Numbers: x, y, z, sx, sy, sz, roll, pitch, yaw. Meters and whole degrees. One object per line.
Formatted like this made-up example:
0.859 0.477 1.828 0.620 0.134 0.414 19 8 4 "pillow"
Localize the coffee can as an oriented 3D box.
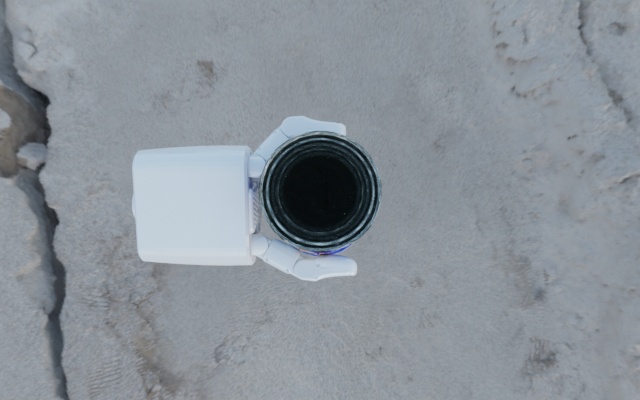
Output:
0.000 0.002 0.463 0.103 0.103 0.140 0 -8 0 "coffee can"
